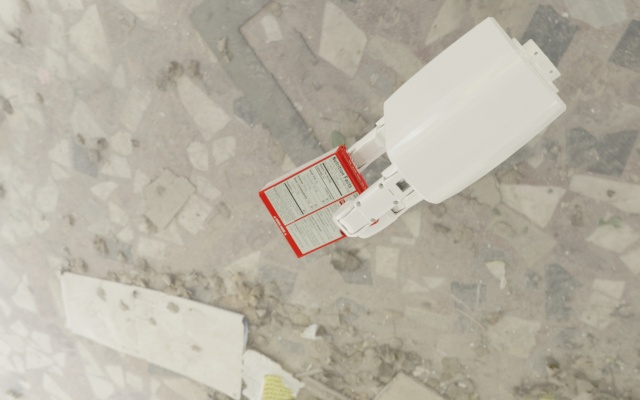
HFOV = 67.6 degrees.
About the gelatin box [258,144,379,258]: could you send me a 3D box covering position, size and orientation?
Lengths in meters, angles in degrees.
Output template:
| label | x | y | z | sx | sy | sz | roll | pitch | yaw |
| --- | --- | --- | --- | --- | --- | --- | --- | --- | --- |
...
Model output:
| label | x | y | z | sx | sy | sz | roll | pitch | yaw |
| --- | --- | --- | --- | --- | --- | --- | --- | --- | --- |
| gelatin box | 0.000 | 0.002 | 0.431 | 0.089 | 0.073 | 0.030 | -27 | 13 | 21 |
